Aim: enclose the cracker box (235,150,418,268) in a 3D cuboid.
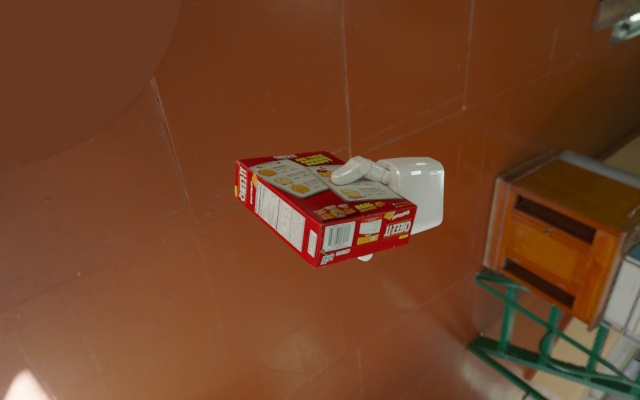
[{"bbox_3d":[0.000,0.002,0.671,0.164,0.072,0.213,-10,30,-36],"label":"cracker box"}]
